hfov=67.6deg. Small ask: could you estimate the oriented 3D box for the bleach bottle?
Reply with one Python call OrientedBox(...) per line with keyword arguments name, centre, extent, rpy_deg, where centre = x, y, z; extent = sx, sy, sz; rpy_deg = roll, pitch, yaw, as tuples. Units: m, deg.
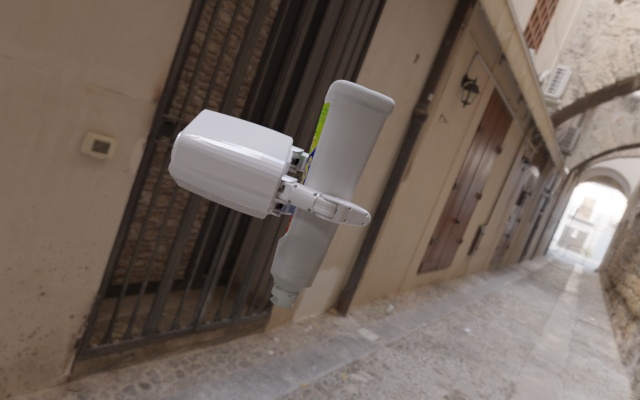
OrientedBox(name="bleach bottle", centre=(0.000, 0.002, 0.521), extent=(0.068, 0.251, 0.102), rpy_deg=(20, 7, -7))
